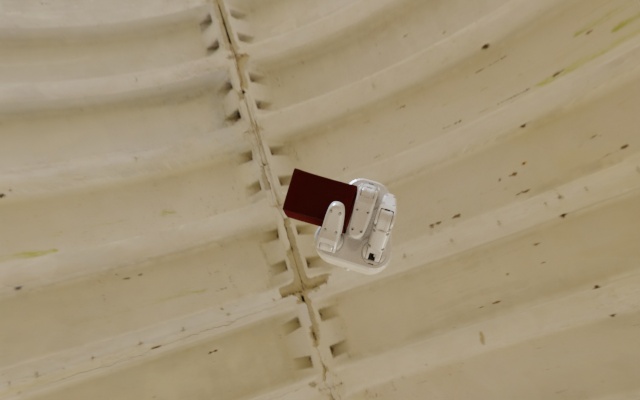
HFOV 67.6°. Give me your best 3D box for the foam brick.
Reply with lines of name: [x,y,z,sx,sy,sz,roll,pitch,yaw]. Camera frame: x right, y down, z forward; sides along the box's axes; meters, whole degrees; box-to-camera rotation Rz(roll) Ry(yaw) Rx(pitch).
foam brick: [0.000,0.002,0.571,0.078,0.053,0.051,17,-11,6]
